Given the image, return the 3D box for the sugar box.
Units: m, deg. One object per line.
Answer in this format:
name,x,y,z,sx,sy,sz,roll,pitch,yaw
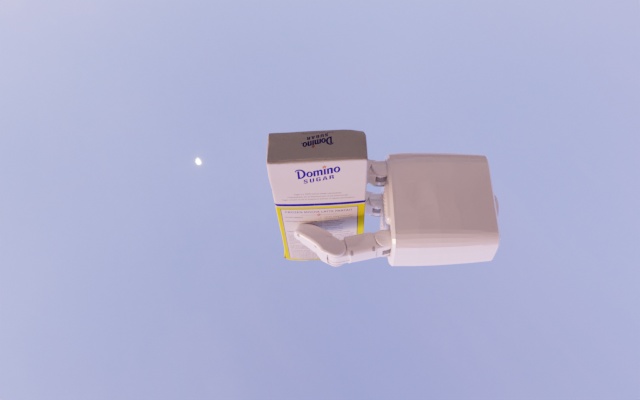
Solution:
sugar box,0.000,0.001,0.501,0.093,0.048,0.176,-2,-39,1
